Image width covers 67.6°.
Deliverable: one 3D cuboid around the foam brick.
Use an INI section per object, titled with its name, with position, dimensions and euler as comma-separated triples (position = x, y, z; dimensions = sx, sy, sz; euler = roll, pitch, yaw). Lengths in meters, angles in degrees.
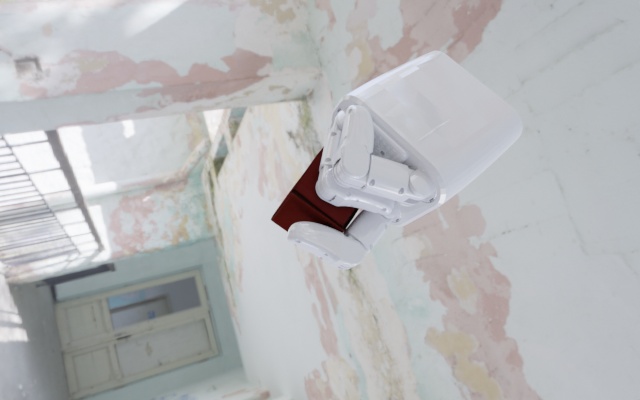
[foam brick]
position = 0.000, 0.001, 0.403
dimensions = 0.053, 0.051, 0.078
euler = 36, -25, -5
